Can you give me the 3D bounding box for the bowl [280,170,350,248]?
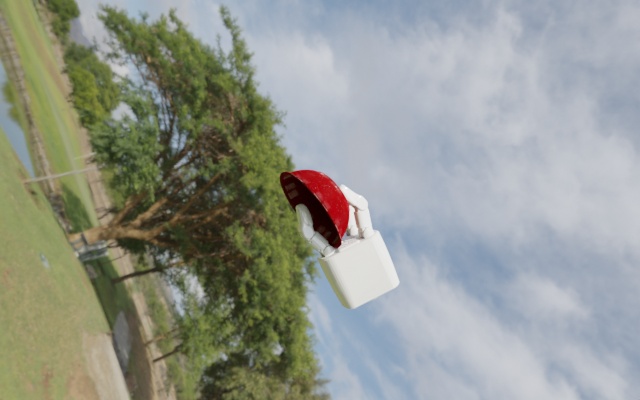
[{"bbox_3d":[0.000,0.001,0.825,0.055,0.162,0.162,-38,13,-18],"label":"bowl"}]
